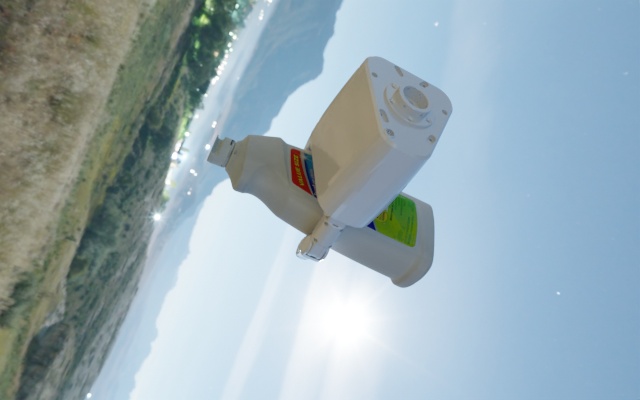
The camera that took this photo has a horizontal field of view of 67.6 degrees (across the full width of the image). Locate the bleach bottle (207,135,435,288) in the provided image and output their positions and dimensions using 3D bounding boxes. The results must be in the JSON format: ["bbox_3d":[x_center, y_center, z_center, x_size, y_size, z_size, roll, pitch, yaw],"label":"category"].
[{"bbox_3d":[0.000,0.002,0.509,0.251,0.102,0.068,24,-41,-14],"label":"bleach bottle"}]
